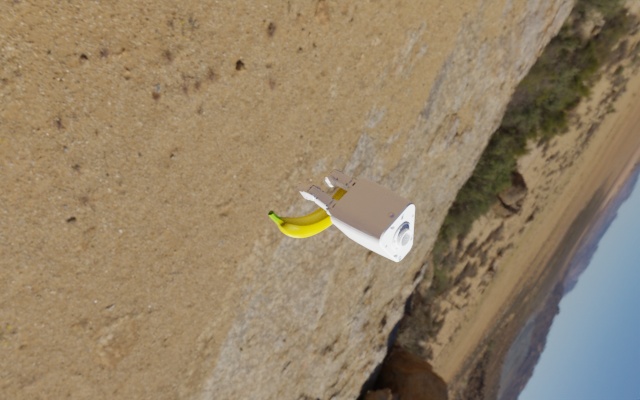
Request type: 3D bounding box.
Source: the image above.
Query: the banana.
[{"bbox_3d":[-0.001,0.021,0.861,0.197,0.070,0.037,-24,30,-33],"label":"banana"}]
